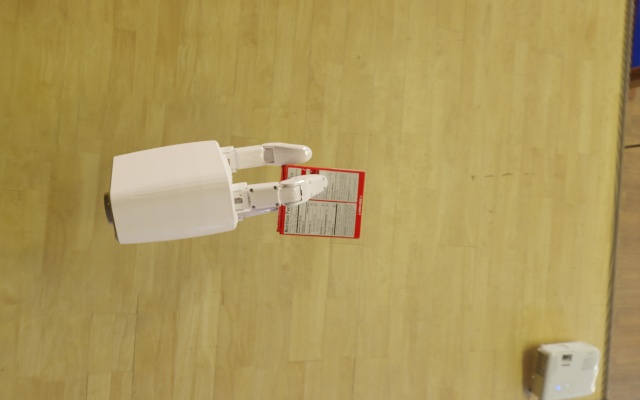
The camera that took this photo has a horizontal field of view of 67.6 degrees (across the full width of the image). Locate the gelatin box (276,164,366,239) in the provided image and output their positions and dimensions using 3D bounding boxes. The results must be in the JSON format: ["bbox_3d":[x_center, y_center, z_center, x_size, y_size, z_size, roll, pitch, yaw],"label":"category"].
[{"bbox_3d":[0.001,0.002,0.509,0.089,0.073,0.030,4,1,-13],"label":"gelatin box"}]
